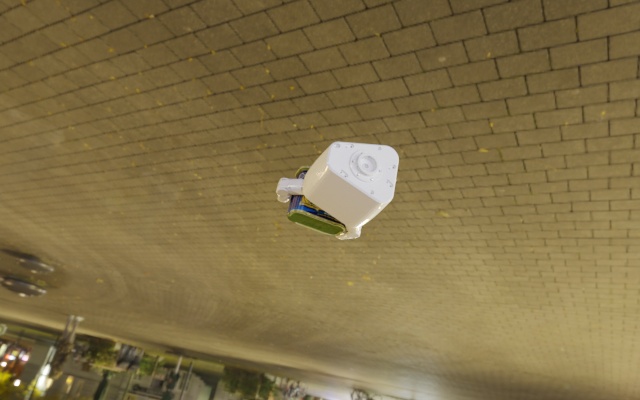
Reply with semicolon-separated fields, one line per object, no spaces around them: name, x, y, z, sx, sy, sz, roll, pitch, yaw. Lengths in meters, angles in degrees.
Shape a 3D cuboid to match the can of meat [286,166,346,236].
can of meat;0.000;0.003;0.790;0.102;0.084;0.057;20;-26;-15
